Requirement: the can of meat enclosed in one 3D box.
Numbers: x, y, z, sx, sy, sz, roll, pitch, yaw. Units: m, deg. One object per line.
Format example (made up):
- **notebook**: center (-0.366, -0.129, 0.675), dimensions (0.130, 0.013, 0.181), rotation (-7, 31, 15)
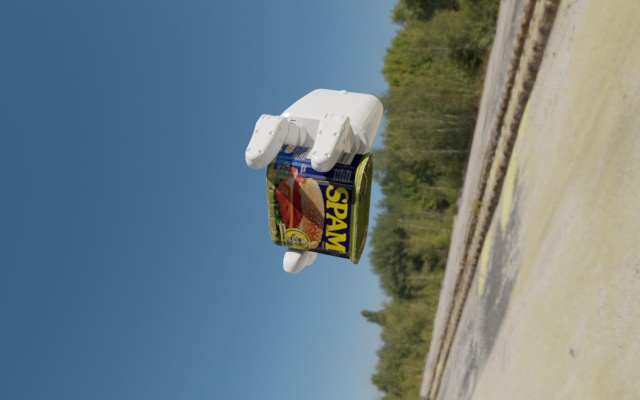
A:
- **can of meat**: center (0.000, 0.001, 0.437), dimensions (0.084, 0.102, 0.057), rotation (10, 34, 14)
